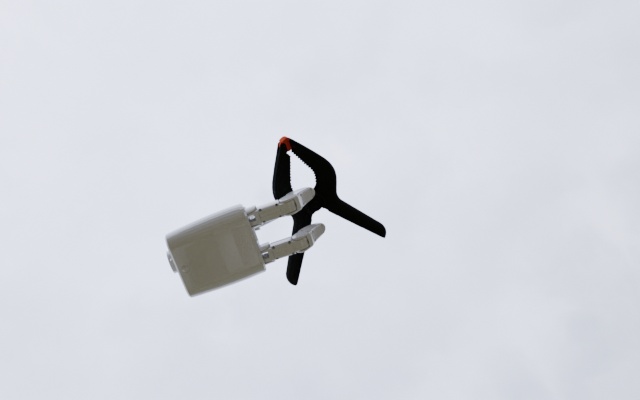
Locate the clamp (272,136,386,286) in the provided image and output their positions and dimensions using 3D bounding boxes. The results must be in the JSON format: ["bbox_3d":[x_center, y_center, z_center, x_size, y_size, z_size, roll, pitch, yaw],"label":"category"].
[{"bbox_3d":[0.000,0.002,0.686,0.164,0.210,0.036,-21,16,-11],"label":"clamp"}]
